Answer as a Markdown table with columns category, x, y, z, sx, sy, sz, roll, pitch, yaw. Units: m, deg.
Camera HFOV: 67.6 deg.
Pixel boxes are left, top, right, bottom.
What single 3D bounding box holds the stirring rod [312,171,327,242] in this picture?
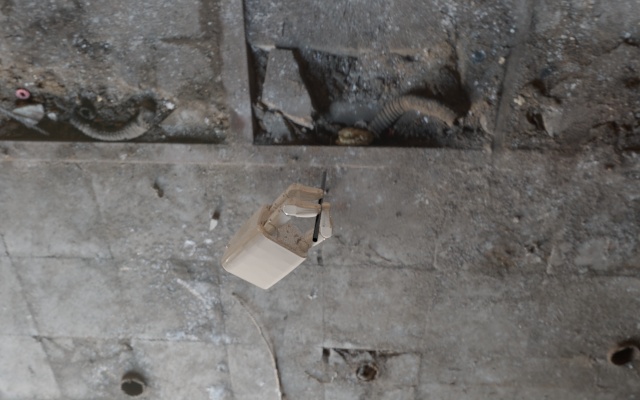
| category | x | y | z | sx | sy | sz | roll | pitch | yaw |
| --- | --- | --- | --- | --- | --- | --- | --- | --- | --- |
| stirring rod | 0.000 | 0.003 | 0.798 | 0.011 | 0.011 | 0.239 | 0 | 27 | 4 |
